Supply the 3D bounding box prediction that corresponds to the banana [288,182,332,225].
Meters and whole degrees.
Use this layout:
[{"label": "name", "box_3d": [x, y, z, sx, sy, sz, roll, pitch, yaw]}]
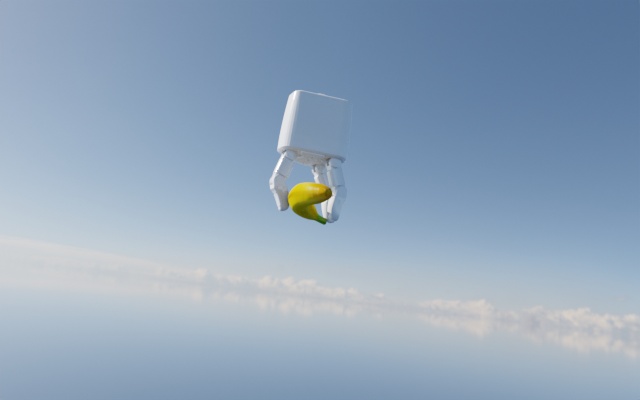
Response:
[{"label": "banana", "box_3d": [-0.018, 0.000, 0.756, 0.069, 0.037, 0.198, 11, -12, 1]}]
